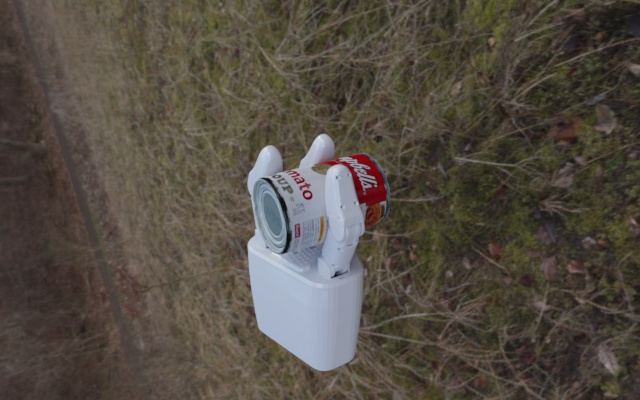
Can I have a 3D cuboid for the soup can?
[{"bbox_3d":[0.000,0.001,0.417,0.102,0.068,0.068,-16,7,-27],"label":"soup can"}]
